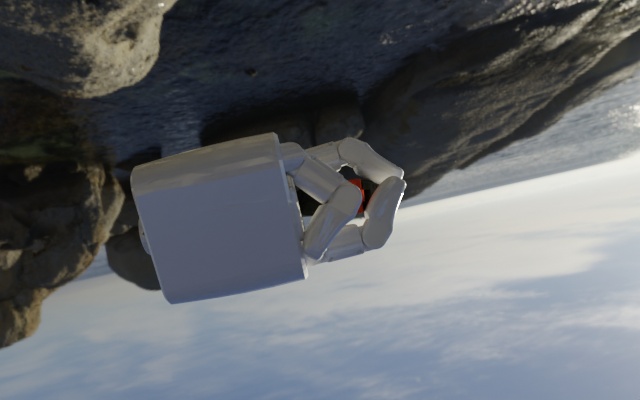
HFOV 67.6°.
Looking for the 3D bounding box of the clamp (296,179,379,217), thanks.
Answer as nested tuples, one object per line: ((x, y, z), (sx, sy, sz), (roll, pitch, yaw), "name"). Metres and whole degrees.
((0.000, 0.002, 0.450), (0.120, 0.039, 0.171), (-12, -3, -3), "clamp")
